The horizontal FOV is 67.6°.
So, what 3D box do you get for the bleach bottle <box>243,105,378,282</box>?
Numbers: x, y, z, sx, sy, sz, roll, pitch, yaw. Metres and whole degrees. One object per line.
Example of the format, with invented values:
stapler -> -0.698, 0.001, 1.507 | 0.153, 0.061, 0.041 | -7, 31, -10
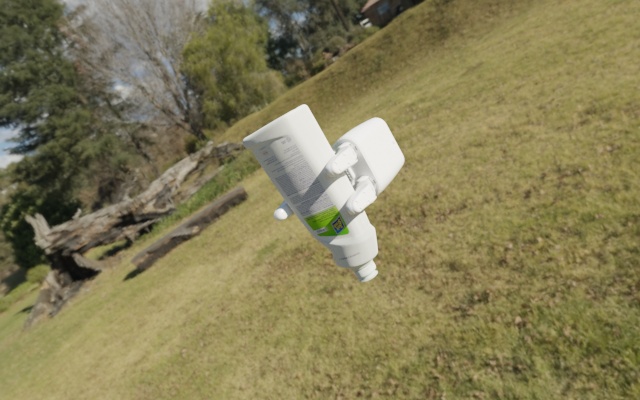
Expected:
bleach bottle -> 0.000, 0.002, 0.653 | 0.102, 0.251, 0.068 | -21, 13, 40
